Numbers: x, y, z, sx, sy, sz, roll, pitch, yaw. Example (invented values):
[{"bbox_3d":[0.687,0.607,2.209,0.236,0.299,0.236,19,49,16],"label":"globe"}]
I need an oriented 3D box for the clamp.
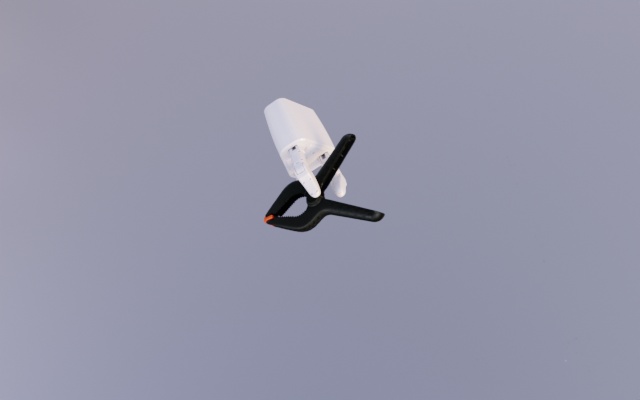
[{"bbox_3d":[-0.001,0.003,0.807,0.210,0.164,0.036,-32,-28,15],"label":"clamp"}]
